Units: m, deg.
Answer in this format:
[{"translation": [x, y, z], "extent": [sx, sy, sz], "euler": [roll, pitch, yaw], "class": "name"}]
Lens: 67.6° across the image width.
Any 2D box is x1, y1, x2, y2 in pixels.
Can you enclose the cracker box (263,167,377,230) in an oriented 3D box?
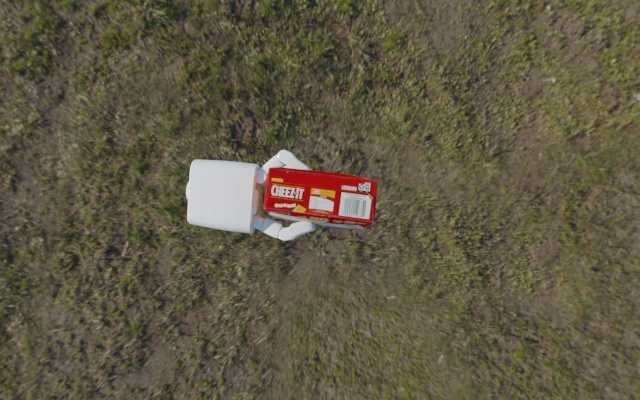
[{"translation": [0.000, 0.003, 0.794], "extent": [0.164, 0.072, 0.214], "euler": [7, -6, 1], "class": "cracker box"}]
